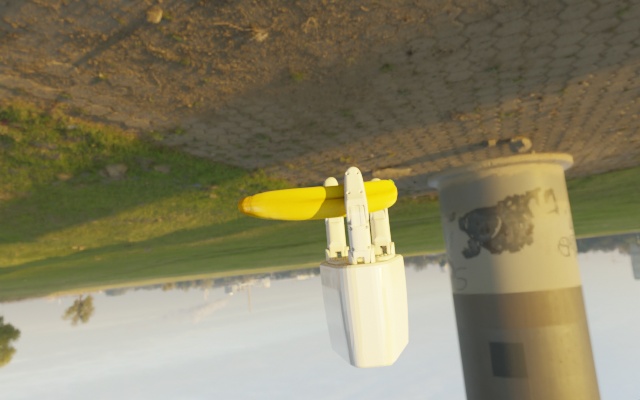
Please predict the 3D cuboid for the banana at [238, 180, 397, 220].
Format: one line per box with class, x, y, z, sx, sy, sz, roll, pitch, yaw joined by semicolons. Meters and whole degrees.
banana;0.009;0.001;0.539;0.198;0.037;0.069;-6;1;-19
